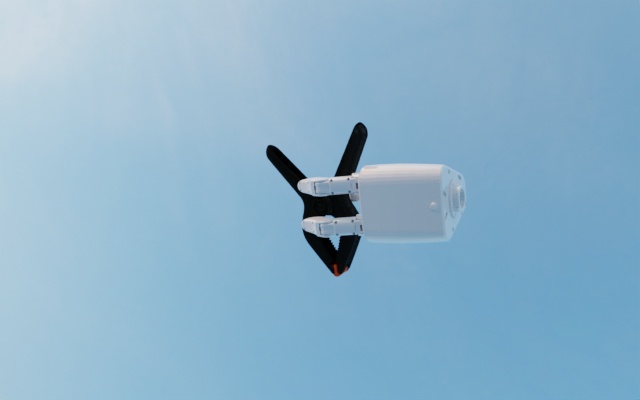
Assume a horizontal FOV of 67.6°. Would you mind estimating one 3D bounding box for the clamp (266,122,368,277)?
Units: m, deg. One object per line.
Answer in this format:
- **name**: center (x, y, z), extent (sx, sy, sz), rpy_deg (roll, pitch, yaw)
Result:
- **clamp**: center (0.001, 0.003, 0.676), extent (0.164, 0.210, 0.036), rpy_deg (-1, 10, 33)
